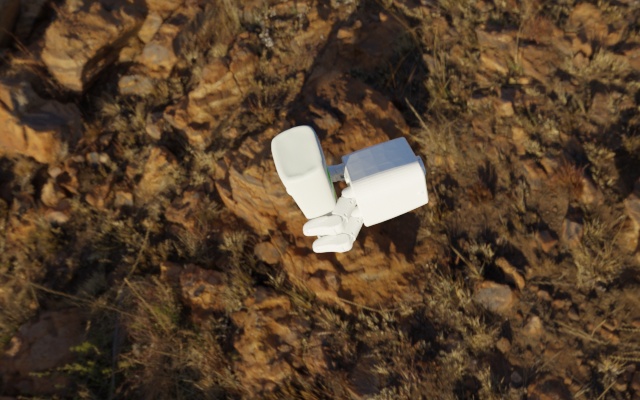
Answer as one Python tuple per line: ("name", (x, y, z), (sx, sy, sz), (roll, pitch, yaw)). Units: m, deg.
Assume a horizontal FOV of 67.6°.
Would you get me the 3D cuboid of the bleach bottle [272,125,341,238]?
("bleach bottle", (0.000, 0.003, 0.751), (0.068, 0.102, 0.251), (-20, -36, 4))
